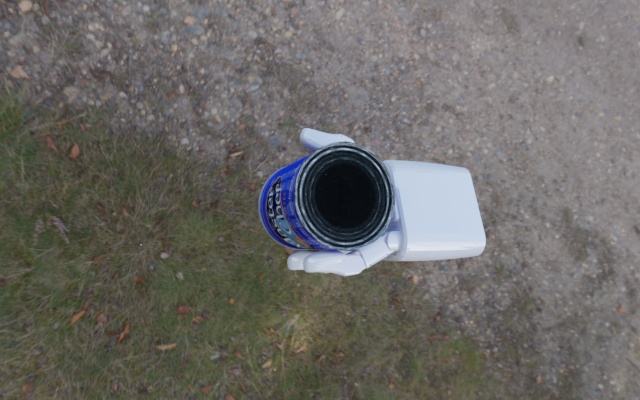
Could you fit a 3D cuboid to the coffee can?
[{"bbox_3d":[0.000,0.002,0.507,0.103,0.103,0.140,0,-5,-21],"label":"coffee can"}]
